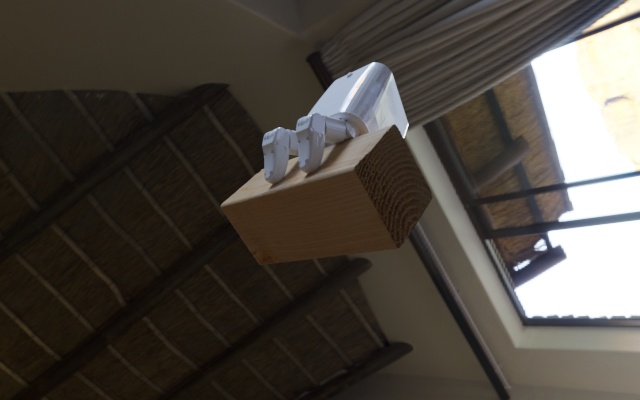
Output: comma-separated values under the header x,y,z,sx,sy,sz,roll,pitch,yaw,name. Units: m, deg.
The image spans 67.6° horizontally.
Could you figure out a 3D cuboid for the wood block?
x,y,z,sx,sy,sz,roll,pitch,yaw,name
0.000,0.002,0.518,0.206,0.091,0.090,-14,25,44,wood block
